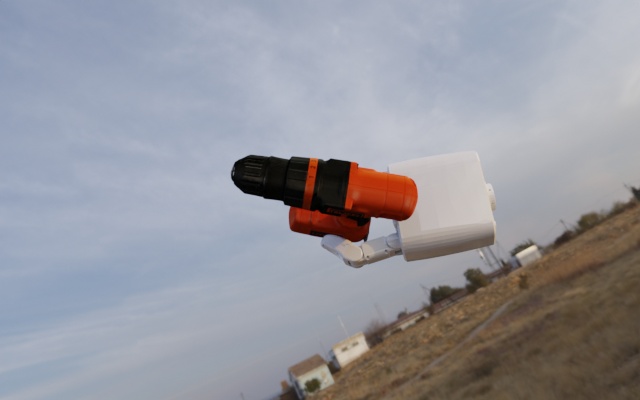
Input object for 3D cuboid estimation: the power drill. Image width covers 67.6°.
[{"bbox_3d":[0.000,0.002,0.537,0.184,0.057,0.188,11,-12,-1],"label":"power drill"}]
